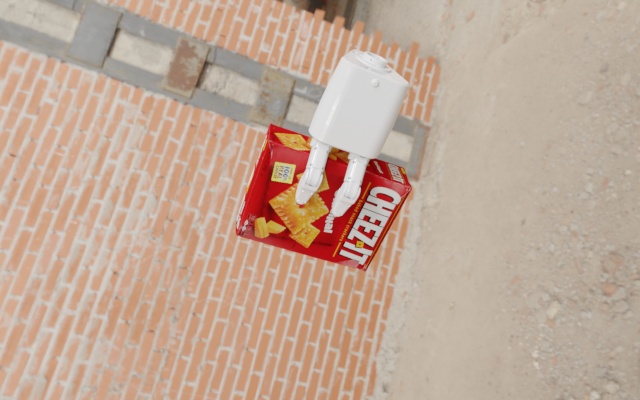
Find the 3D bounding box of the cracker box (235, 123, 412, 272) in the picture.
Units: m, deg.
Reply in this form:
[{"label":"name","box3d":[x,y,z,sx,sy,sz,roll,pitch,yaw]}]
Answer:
[{"label":"cracker box","box3d":[0.000,0.002,0.701,0.214,0.164,0.072,17,29,-13]}]
